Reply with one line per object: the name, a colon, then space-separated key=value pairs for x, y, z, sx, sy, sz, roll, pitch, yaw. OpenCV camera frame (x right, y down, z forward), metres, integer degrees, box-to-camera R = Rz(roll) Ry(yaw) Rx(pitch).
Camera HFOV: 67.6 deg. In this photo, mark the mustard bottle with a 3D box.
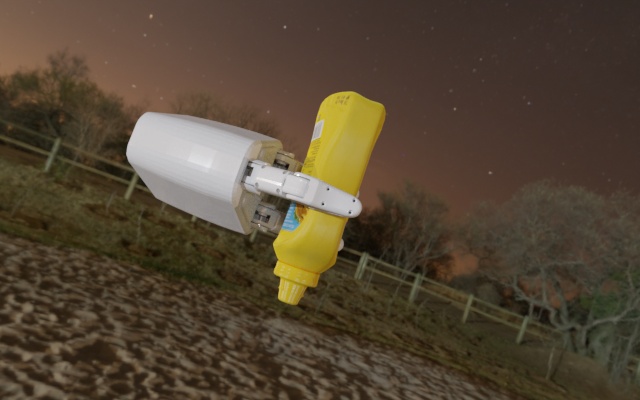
mustard bottle: x=0.000 y=0.001 z=0.440 sx=0.058 sy=0.191 sz=0.096 roll=21 pitch=-6 yaw=-15
